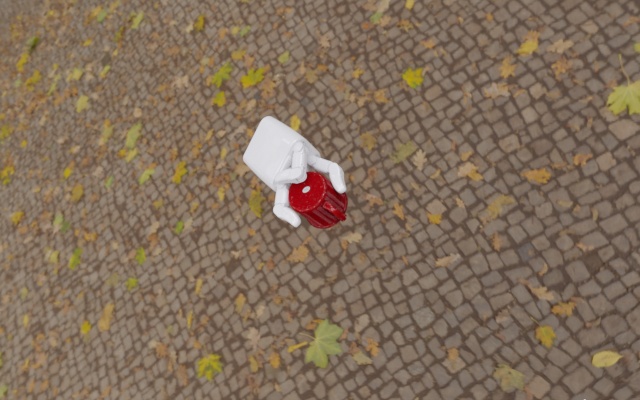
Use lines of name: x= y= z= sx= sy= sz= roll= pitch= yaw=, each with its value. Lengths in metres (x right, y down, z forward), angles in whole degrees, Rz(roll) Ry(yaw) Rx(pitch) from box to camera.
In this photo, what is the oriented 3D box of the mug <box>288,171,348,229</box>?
mug: x=0.001 y=0.004 z=0.881 sx=0.117 sy=0.093 sz=0.081 roll=38 pitch=1 yaw=36
